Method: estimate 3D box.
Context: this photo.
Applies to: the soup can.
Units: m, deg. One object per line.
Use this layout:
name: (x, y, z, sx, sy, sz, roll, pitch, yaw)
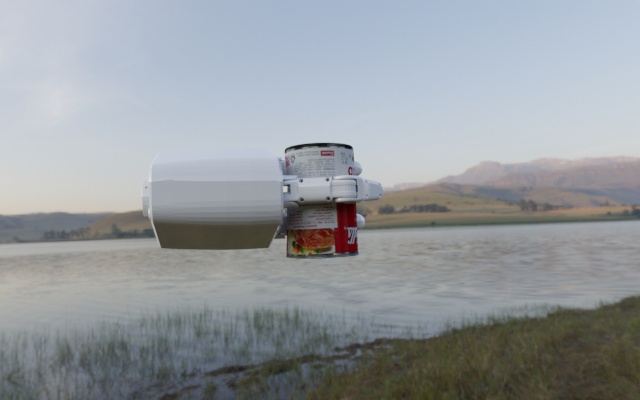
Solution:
soup can: (0.001, 0.001, 0.450, 0.068, 0.102, 0.068, -2, -3, 0)
